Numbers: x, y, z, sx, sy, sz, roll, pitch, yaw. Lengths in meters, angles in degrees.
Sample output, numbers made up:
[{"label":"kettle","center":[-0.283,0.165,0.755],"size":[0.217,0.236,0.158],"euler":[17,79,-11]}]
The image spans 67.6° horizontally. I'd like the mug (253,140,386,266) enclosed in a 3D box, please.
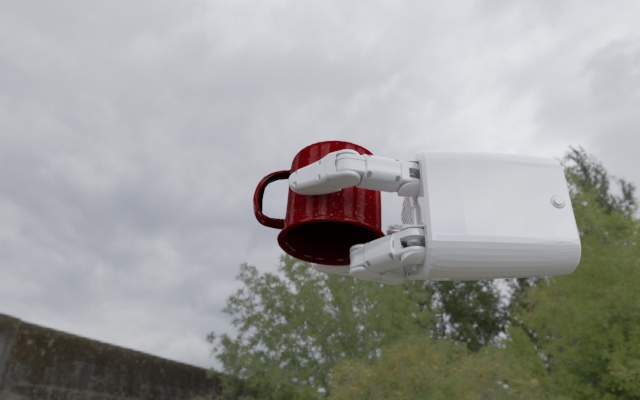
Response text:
[{"label":"mug","center":[-0.001,0.001,0.418],"size":[0.117,0.081,0.093],"euler":[3,-29,-1]}]
